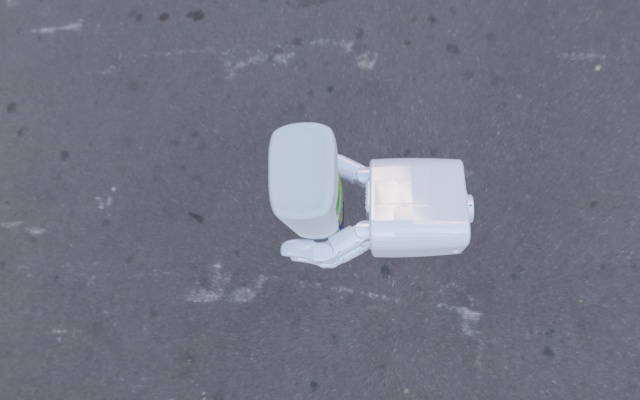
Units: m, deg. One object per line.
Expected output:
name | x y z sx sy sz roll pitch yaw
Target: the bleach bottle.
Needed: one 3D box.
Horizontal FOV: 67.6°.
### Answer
bleach bottle | 0.000 0.002 0.573 0.068 0.102 0.251 -2 -14 8
